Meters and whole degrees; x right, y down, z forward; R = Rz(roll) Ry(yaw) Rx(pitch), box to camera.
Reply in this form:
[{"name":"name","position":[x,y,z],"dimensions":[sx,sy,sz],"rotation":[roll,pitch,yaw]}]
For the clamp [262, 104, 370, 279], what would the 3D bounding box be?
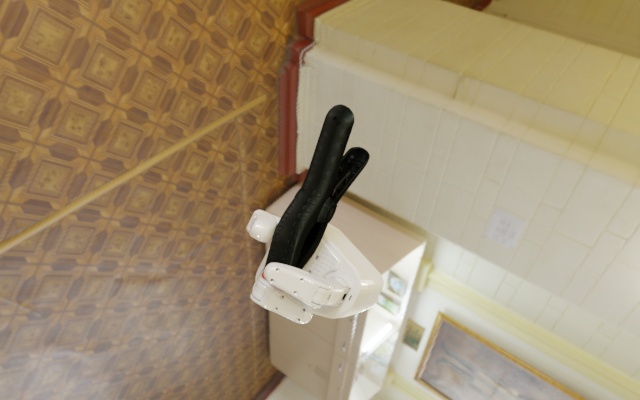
[{"name":"clamp","position":[0.000,0.002,0.461],"dimensions":[0.039,0.171,0.120],"rotation":[28,3,24]}]
